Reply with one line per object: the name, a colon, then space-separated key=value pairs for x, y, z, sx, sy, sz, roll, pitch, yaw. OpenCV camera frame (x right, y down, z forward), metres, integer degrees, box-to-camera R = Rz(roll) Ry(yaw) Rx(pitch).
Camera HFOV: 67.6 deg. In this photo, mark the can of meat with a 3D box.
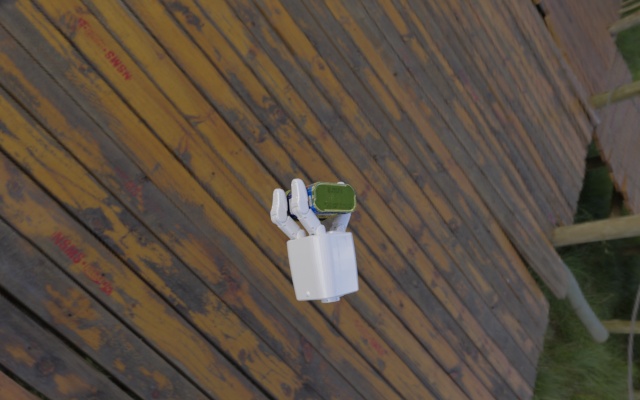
can of meat: x=0.000 y=0.003 z=0.840 sx=0.102 sy=0.057 sz=0.084 roll=2 pitch=-12 yaw=-40
